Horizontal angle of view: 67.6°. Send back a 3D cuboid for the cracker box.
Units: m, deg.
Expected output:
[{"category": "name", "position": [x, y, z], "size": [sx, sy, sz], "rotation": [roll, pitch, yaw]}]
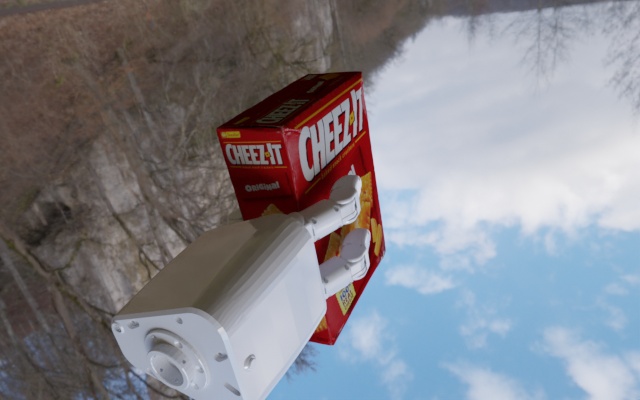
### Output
[{"category": "cracker box", "position": [0.000, 0.002, 0.463], "size": [0.072, 0.214, 0.164], "rotation": [3, 30, 27]}]
